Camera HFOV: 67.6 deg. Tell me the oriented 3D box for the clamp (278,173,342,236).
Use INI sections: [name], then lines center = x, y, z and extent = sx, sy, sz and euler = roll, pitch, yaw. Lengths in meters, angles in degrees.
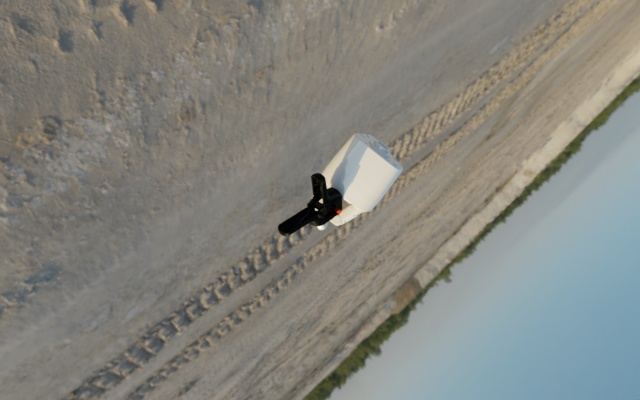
[clamp]
center = 0.001, 0.003, 0.838
extent = 0.039, 0.120, 0.171
euler = 43, 23, 16
